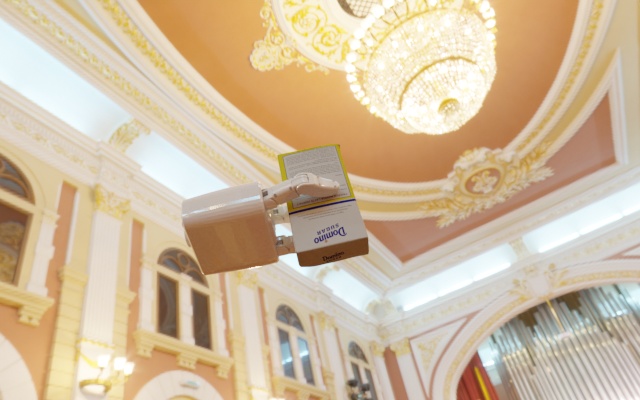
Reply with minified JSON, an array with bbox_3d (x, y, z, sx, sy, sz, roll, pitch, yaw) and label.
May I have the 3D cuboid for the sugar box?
[{"bbox_3d":[0.000,0.002,0.648,0.093,0.176,0.048,-12,-38,-2],"label":"sugar box"}]
